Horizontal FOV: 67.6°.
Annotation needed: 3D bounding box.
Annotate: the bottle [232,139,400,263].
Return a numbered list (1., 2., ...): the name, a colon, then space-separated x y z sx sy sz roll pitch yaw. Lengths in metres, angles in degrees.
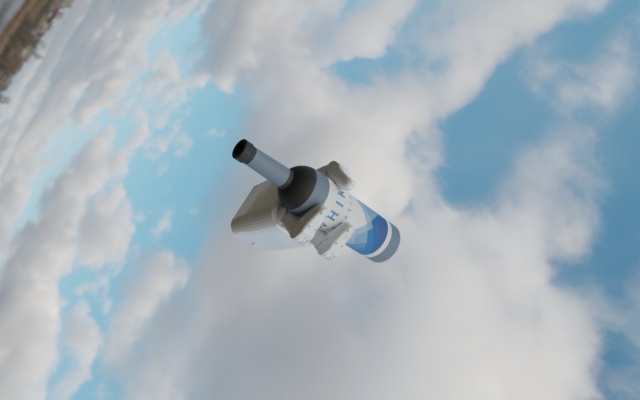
1. bottle: 0.000 0.002 0.662 0.069 0.069 0.296 0 -26 48
